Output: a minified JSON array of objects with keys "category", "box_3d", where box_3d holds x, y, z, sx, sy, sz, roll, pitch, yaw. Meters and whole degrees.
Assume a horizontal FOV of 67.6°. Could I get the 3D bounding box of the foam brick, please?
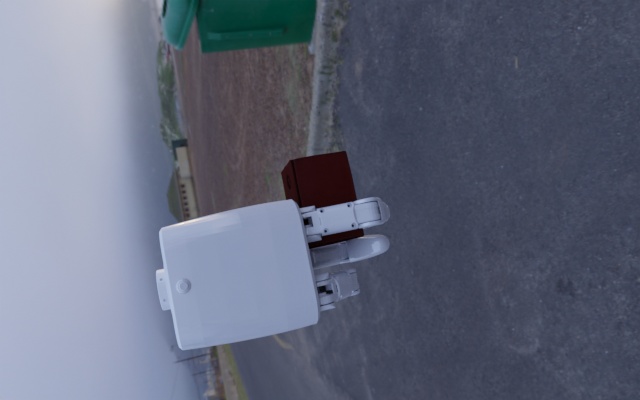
[{"category":"foam brick","box_3d":[0.000,0.001,0.421,0.051,0.078,0.053,-10,-6,-14]}]
